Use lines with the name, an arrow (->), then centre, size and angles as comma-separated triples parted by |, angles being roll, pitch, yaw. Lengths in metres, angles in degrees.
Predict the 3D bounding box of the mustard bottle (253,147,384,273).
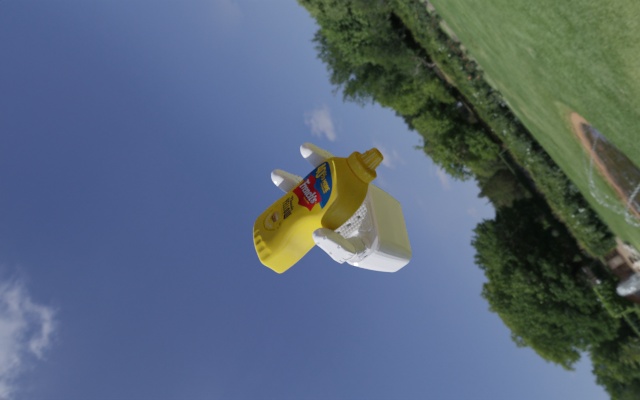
mustard bottle -> 0.000, 0.002, 0.589 | 0.192, 0.096, 0.058 | -39, -57, 21
